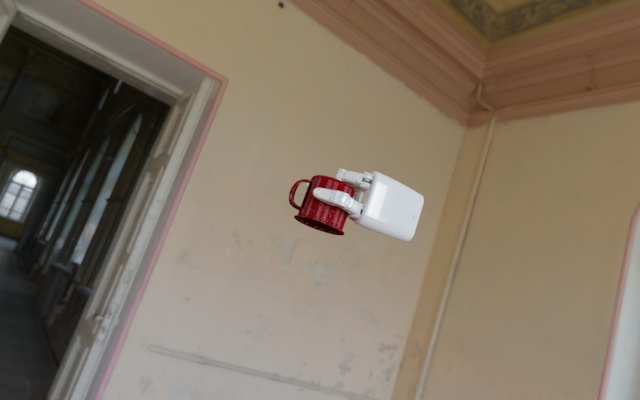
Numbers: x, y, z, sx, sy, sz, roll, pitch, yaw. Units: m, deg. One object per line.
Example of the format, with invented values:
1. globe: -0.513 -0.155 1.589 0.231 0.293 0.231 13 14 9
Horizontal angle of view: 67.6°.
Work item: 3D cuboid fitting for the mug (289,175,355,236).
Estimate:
1. mug: -0.001 0.002 0.828 0.117 0.081 0.093 24 -13 -19
